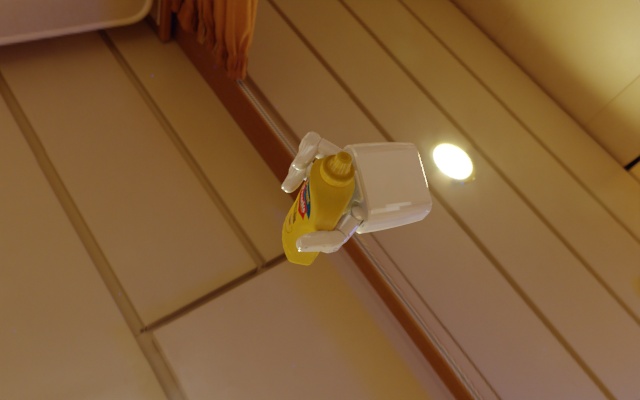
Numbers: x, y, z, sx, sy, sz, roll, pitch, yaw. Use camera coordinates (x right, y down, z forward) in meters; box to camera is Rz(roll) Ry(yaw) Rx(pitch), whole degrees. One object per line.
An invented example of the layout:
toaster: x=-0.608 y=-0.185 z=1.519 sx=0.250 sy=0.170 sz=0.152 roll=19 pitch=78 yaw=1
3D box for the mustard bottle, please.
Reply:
mustard bottle: x=0.000 y=0.002 z=0.618 sx=0.058 sy=0.096 sz=0.192 roll=14 pitch=-36 yaw=-12
